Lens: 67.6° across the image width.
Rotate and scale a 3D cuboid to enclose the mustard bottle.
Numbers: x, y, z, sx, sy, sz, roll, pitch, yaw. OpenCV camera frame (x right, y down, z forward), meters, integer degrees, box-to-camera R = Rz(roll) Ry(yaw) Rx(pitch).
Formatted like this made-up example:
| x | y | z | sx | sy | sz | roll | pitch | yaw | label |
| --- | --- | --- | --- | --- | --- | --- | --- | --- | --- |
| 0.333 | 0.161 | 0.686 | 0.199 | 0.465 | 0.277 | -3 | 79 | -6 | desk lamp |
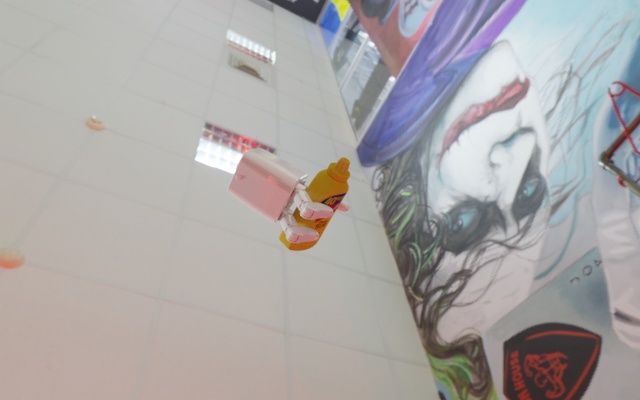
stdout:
| x | y | z | sx | sy | sz | roll | pitch | yaw | label |
| --- | --- | --- | --- | --- | --- | --- | --- | --- | --- |
| 0.000 | 0.003 | 0.857 | 0.058 | 0.192 | 0.096 | 44 | 32 | 24 | mustard bottle |
